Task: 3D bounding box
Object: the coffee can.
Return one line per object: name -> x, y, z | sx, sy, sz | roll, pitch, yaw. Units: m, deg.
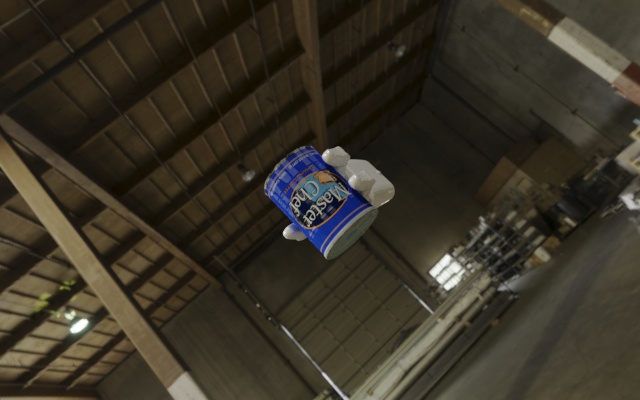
coffee can -> 0.000, 0.002, 0.706 | 0.140, 0.103, 0.103 | 45, 16, 17
